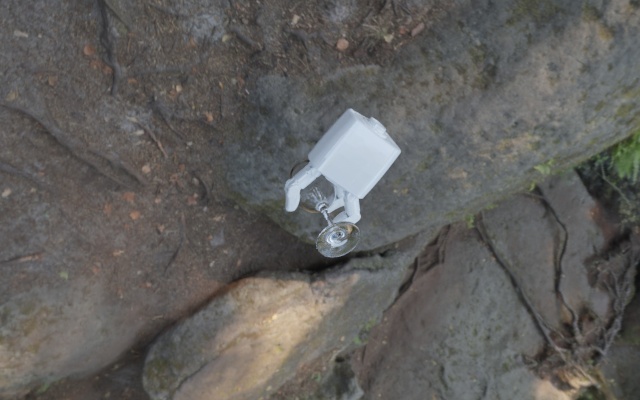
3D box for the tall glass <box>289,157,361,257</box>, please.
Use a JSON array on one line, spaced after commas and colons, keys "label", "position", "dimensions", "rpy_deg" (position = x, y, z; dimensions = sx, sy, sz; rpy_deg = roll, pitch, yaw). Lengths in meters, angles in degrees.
[{"label": "tall glass", "position": [0.000, 0.003, 0.828], "dimensions": [0.079, 0.079, 0.201], "rpy_deg": [0, 37, -22]}]
